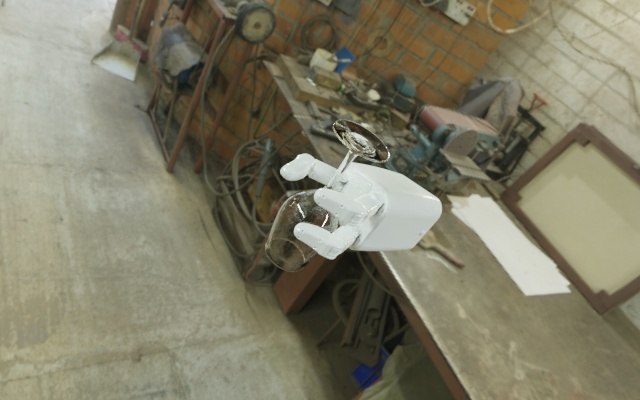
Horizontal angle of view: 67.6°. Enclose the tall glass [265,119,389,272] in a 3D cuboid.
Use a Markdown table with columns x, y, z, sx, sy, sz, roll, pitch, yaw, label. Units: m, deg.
| x | y | z | sx | sy | sz | roll | pitch | yaw | label |
| --- | --- | --- | --- | --- | --- | --- | --- | --- | --- |
| 0.000 | 0.001 | 0.592 | 0.079 | 0.201 | 0.079 | 24 | 33 | -16 | tall glass |
